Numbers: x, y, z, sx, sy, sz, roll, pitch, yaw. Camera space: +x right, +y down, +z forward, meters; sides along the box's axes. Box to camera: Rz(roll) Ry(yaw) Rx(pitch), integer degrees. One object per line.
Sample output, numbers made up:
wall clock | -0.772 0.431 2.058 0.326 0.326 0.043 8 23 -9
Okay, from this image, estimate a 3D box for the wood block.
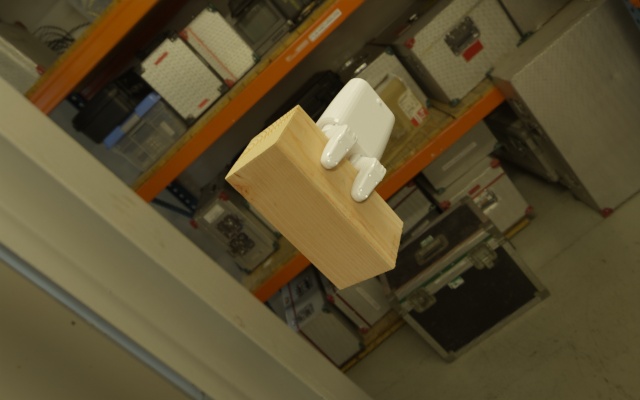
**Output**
wood block | 0.000 0.002 0.583 0.091 0.206 0.090 -29 25 35
